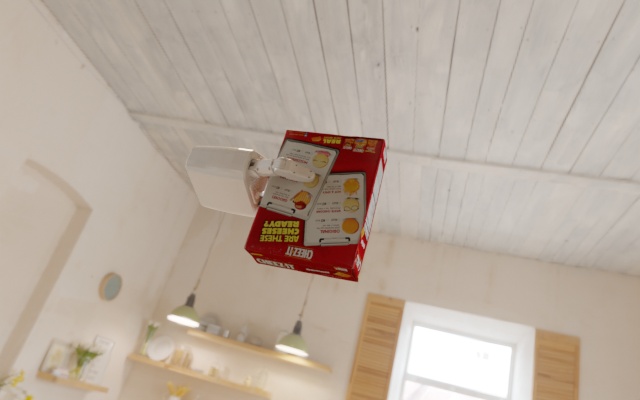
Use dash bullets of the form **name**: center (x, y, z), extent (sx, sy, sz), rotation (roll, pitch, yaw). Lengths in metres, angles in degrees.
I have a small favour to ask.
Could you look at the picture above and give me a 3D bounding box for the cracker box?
- **cracker box**: center (0.000, 0.002, 0.726), extent (0.164, 0.213, 0.072), rotation (8, -26, 18)
